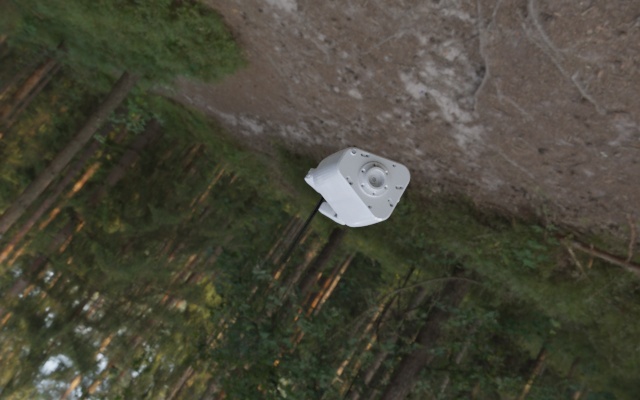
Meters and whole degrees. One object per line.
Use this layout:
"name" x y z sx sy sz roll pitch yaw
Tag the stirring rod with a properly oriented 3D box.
"stirring rod" 0.000 0.003 0.824 0.011 0.239 0.011 30 -14 8
